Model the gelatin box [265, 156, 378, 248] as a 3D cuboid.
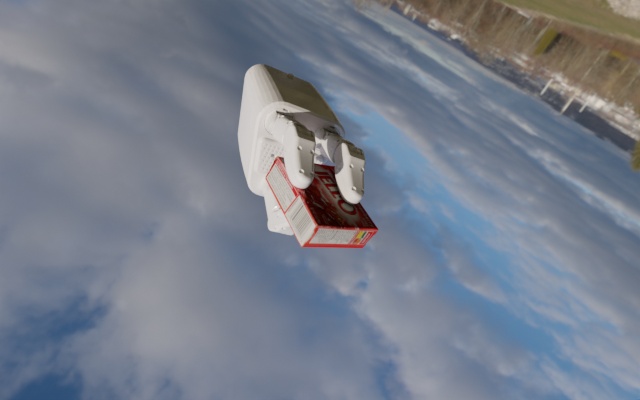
[{"bbox_3d":[0.000,0.002,0.431,0.073,0.030,0.089,7,41,-41],"label":"gelatin box"}]
